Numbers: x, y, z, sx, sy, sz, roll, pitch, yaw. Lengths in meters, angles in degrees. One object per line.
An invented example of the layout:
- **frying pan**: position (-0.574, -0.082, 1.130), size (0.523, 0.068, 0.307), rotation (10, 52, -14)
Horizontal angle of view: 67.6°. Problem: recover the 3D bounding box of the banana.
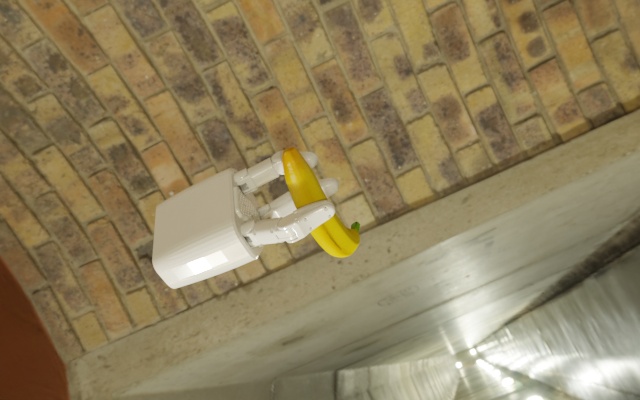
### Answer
- **banana**: position (0.005, 0.018, 0.544), size (0.037, 0.069, 0.198), rotation (-22, -35, 13)
